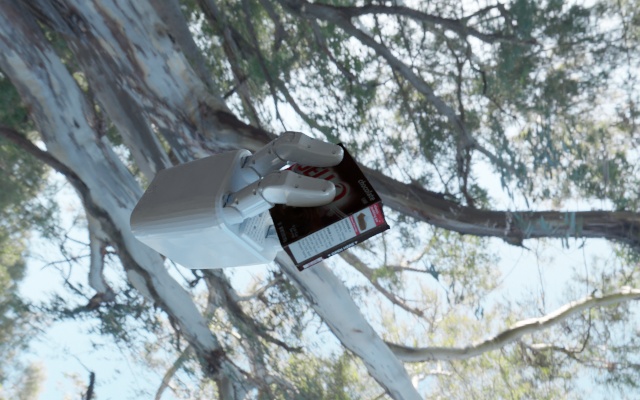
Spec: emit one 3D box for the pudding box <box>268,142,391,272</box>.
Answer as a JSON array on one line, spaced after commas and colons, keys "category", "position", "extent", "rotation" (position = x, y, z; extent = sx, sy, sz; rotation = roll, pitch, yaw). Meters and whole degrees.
[{"category": "pudding box", "position": [0.000, 0.002, 0.432], "extent": [0.090, 0.039, 0.113], "rotation": [-26, 38, -1]}]
